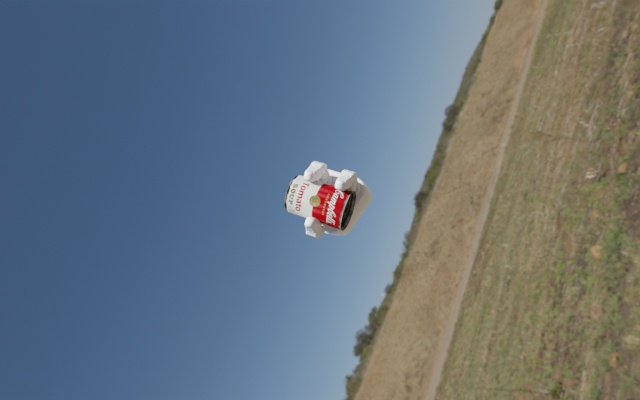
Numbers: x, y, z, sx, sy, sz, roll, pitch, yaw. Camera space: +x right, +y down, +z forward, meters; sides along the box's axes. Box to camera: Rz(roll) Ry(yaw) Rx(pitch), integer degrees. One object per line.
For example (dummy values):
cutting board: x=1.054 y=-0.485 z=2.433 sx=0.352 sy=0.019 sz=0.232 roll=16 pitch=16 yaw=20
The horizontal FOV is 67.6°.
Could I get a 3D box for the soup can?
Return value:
soup can: x=0.000 y=0.003 z=0.794 sx=0.102 sy=0.068 sz=0.068 roll=18 pitch=5 yaw=16
